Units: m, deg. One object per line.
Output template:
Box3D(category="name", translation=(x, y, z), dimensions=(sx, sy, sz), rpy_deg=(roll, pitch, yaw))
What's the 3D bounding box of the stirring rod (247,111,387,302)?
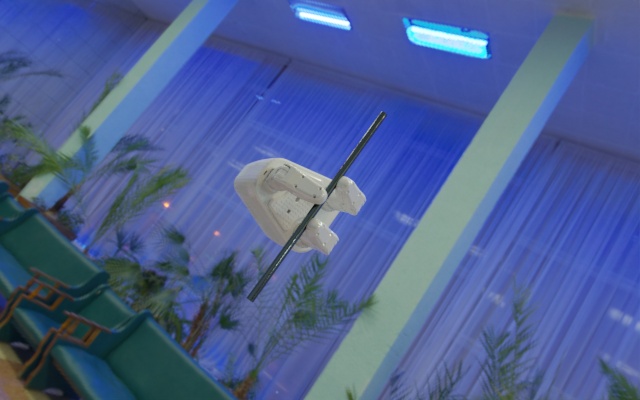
Box3D(category="stirring rod", translation=(0.000, 0.002, 0.489), dimensions=(0.011, 0.239, 0.011), rpy_deg=(34, -13, 9))
